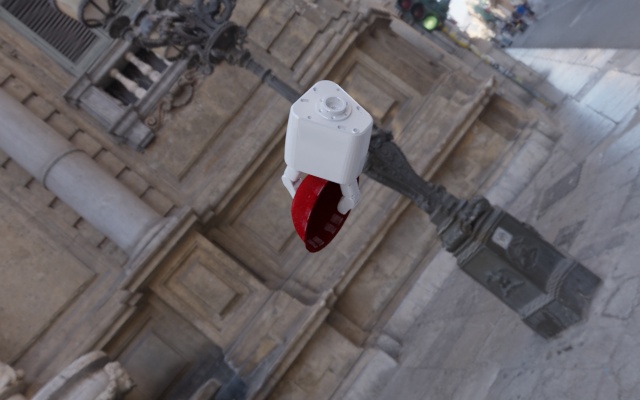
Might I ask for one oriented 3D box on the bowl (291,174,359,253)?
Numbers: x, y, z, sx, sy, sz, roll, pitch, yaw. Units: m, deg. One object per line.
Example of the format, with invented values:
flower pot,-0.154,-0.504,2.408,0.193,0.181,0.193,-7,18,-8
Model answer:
bowl,0.000,0.003,0.788,0.055,0.162,0.162,26,11,23
